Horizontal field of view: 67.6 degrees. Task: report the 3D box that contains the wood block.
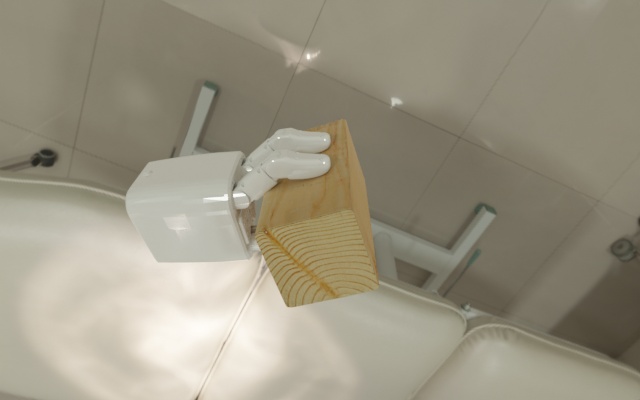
[{"bbox_3d":[0.000,0.002,0.501,0.090,0.091,0.206,-14,29,9],"label":"wood block"}]
